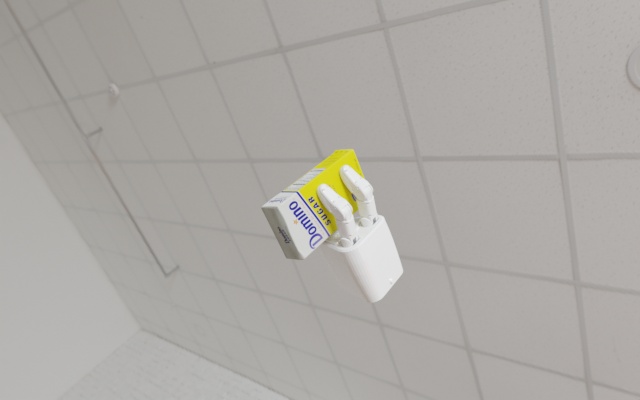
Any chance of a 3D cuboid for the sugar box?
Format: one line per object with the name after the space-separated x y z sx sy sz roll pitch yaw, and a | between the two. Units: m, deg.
0.001 0.002 0.724 0.048 0.093 0.176 -1 31 45 | sugar box
